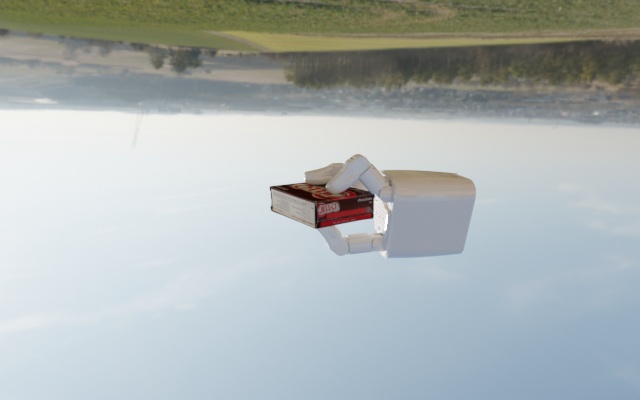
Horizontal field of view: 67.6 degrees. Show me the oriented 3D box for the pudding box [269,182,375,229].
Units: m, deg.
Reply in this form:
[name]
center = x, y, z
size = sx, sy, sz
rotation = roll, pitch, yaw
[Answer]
[pudding box]
center = 0.000, 0.002, 0.611
size = 0.090, 0.039, 0.113
rotation = -7, 13, -34
